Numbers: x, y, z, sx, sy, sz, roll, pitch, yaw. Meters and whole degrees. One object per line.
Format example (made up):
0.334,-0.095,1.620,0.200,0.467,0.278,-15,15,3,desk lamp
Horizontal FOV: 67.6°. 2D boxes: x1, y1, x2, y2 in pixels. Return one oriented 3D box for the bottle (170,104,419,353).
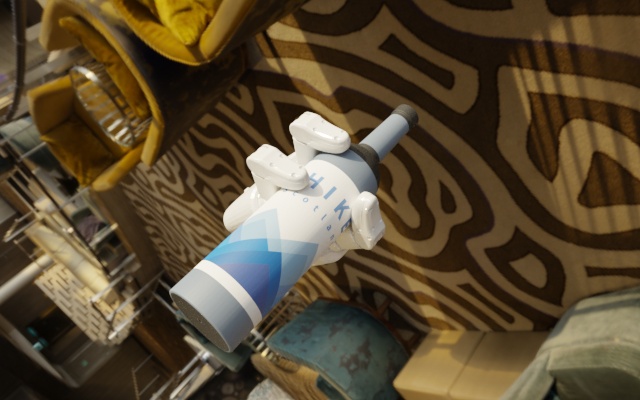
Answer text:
0.000,0.002,0.432,0.295,0.069,0.069,-45,25,-28,bottle
